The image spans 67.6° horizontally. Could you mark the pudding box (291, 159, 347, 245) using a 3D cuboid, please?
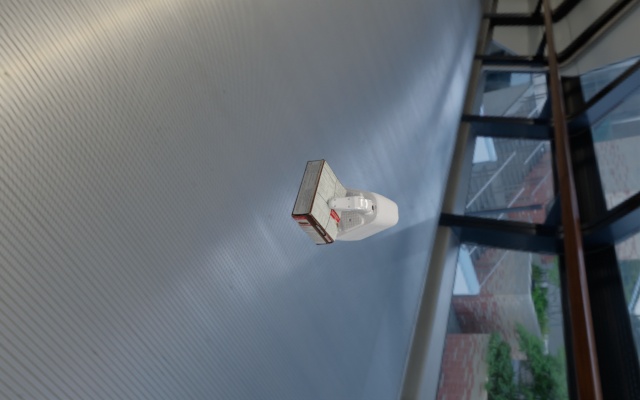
[{"bbox_3d":[0.000,0.003,0.785,0.039,0.113,0.090,-8,-39,29],"label":"pudding box"}]
